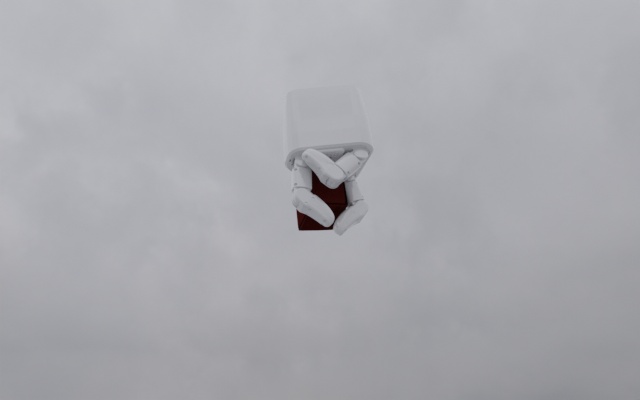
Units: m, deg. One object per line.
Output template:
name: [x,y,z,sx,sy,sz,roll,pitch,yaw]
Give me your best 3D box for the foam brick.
foam brick: [0.000,0.002,0.657,0.053,0.051,0.078,1,-30,-17]
